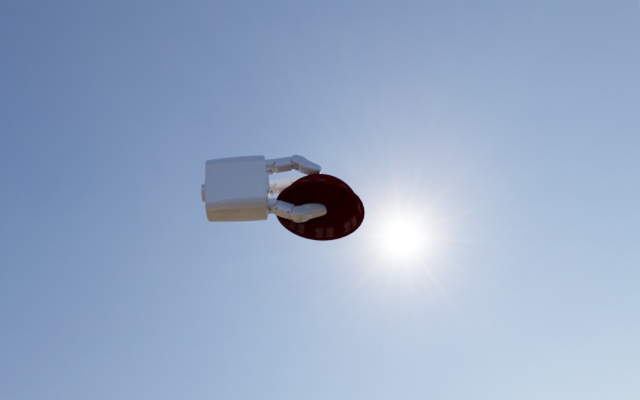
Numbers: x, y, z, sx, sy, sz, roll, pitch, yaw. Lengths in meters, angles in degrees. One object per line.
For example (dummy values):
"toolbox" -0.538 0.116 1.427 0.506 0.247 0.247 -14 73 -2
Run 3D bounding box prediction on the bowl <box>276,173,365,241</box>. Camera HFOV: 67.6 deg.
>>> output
"bowl" 0.001 0.003 0.863 0.162 0.055 0.162 3 -43 3
